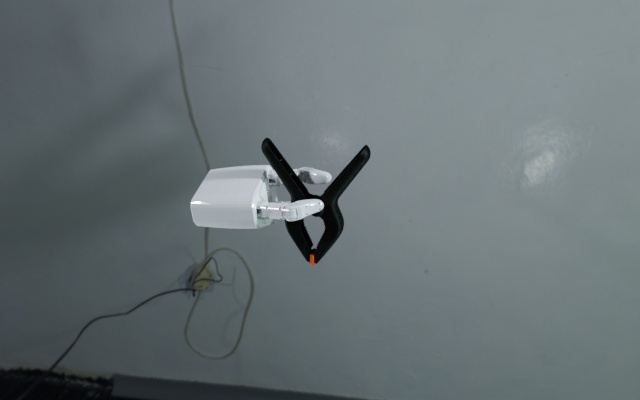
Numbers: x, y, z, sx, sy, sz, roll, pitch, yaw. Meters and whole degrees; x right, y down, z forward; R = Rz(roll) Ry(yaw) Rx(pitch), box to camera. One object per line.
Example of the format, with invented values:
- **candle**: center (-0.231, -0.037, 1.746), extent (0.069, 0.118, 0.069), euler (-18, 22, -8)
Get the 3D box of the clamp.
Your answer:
- **clamp**: center (0.000, 0.003, 0.739), extent (0.164, 0.210, 0.036), euler (-1, 21, 14)
